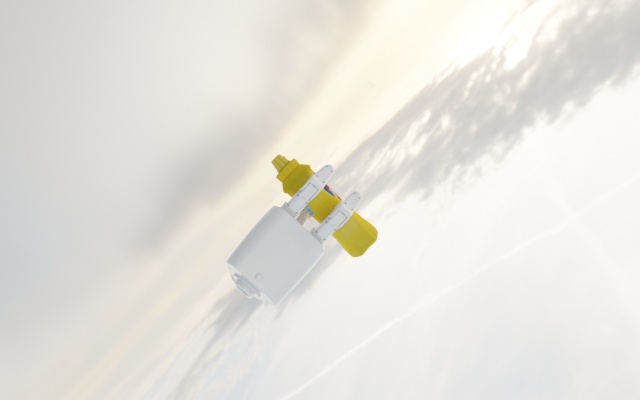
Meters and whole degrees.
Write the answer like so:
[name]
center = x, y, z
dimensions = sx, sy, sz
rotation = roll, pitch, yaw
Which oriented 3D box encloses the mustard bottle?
[mustard bottle]
center = 0.001, 0.002, 0.724
dimensions = 0.191, 0.058, 0.096
rotation = 43, 3, -5
